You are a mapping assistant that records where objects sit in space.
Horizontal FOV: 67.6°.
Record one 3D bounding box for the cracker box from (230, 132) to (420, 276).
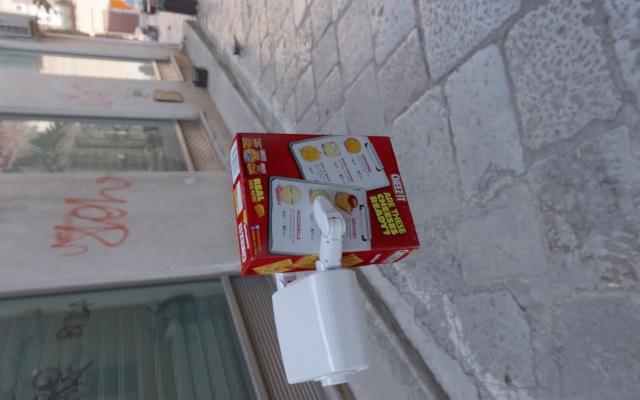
[{"bbox_3d":[0.000,0.002,0.605,0.214,0.164,0.072,-2,-24,-22],"label":"cracker box"}]
